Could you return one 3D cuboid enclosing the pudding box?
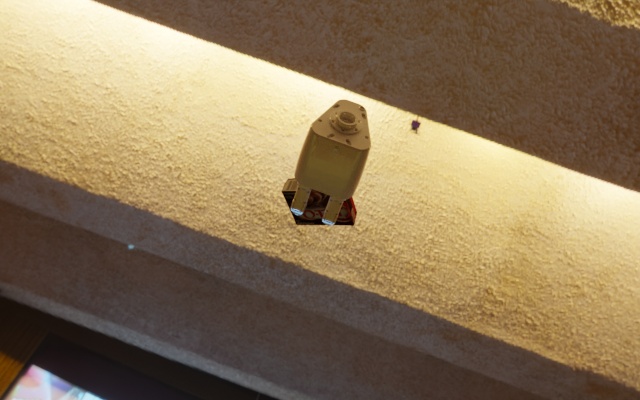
[{"bbox_3d":[0.000,0.003,0.830,0.113,0.039,0.090,1,-43,22],"label":"pudding box"}]
